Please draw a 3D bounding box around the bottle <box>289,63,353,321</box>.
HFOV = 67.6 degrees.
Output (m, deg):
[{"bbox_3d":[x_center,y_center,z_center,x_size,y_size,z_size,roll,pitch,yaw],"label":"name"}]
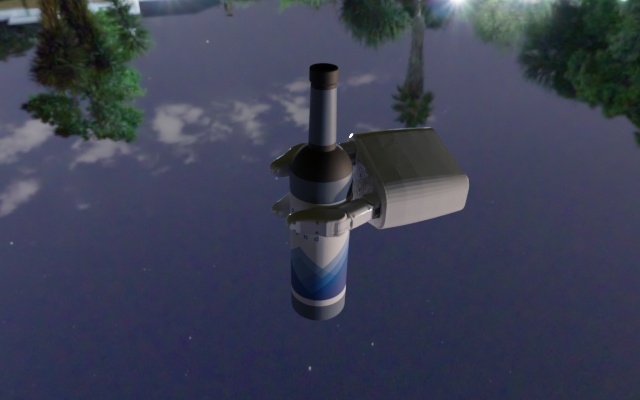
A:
[{"bbox_3d":[0.000,0.002,0.517,0.069,0.296,0.069,1,33,-1],"label":"bottle"}]
